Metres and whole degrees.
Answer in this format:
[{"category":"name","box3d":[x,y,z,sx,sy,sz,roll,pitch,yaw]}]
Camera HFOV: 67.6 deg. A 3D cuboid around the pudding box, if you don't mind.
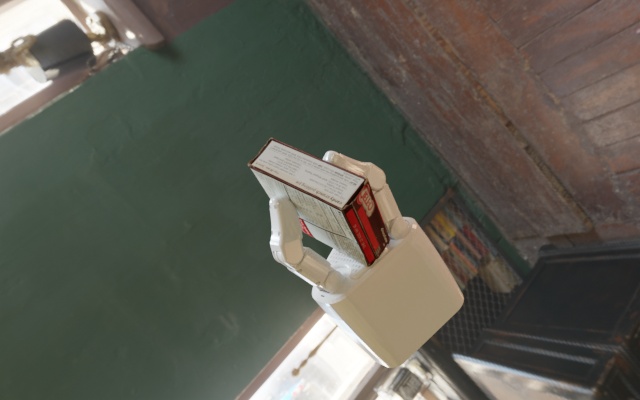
[{"category":"pudding box","box3d":[0.000,0.002,0.418,0.113,0.039,0.090,24,-25,34]}]
